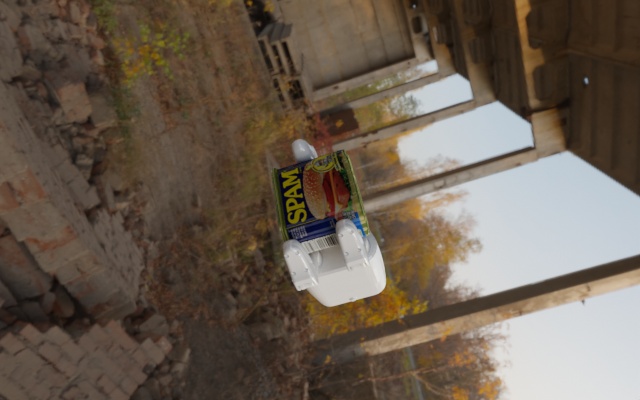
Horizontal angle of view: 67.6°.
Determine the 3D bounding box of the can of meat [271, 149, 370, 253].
[{"bbox_3d":[0.000,0.001,0.500,0.084,0.102,0.057,-17,-37,6],"label":"can of meat"}]
